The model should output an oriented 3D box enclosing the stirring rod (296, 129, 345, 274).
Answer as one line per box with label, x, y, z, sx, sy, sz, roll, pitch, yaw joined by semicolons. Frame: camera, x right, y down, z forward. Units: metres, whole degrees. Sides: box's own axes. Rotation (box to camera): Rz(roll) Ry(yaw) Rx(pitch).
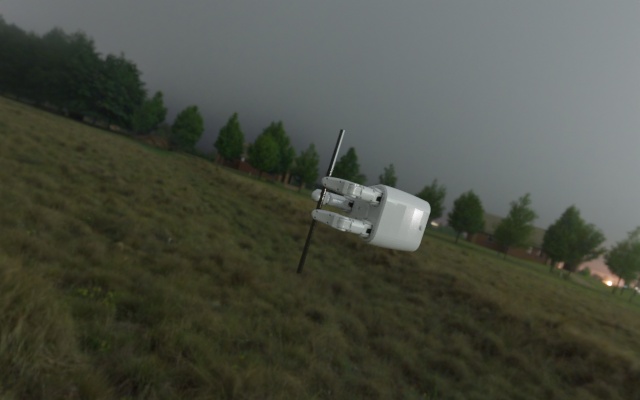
stirring rod;0.000;0.003;0.767;0.011;0.239;0.011;17;3;-1
